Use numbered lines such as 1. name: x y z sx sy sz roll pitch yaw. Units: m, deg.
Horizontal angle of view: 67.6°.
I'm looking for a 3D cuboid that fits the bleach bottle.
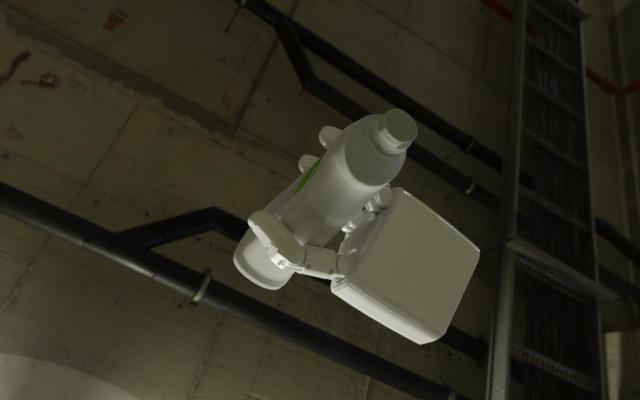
1. bleach bottle: 0.000 0.001 0.440 0.068 0.102 0.251 35 -35 -9
